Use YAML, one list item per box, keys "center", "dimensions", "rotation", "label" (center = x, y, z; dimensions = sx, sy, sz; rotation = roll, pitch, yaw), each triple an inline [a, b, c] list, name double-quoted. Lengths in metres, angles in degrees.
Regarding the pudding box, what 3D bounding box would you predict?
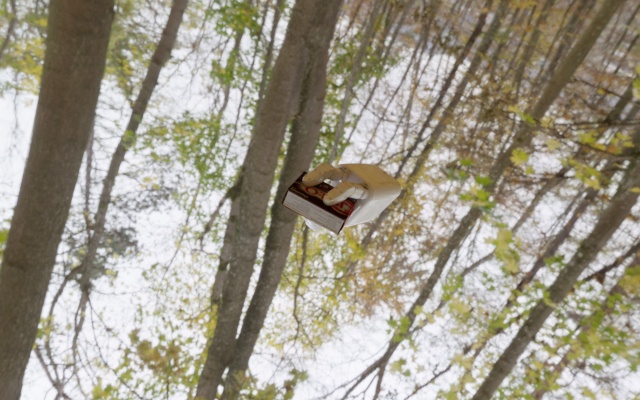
- center: [0.000, 0.003, 0.823]
  dimensions: [0.113, 0.039, 0.090]
  rotation: [26, 27, 5]
  label: "pudding box"
